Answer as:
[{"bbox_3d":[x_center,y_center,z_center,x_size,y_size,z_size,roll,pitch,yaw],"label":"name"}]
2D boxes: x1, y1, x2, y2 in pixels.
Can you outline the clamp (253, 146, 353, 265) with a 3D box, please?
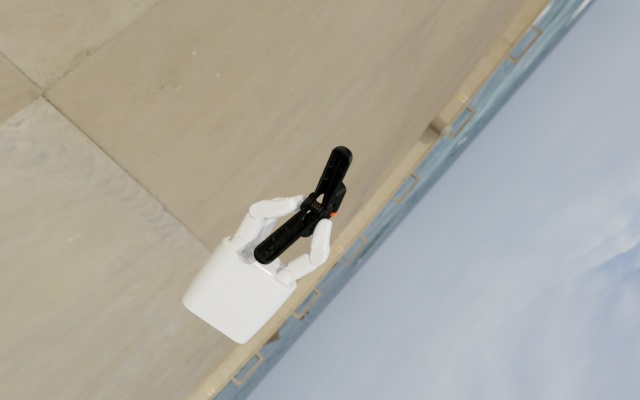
[{"bbox_3d":[0.001,0.003,0.624,0.036,0.164,0.210,40,11,9],"label":"clamp"}]
